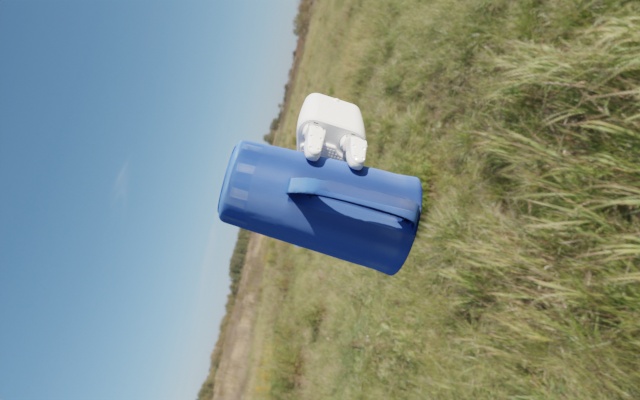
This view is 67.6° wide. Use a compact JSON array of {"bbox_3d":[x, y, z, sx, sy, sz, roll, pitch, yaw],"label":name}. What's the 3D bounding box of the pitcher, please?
[{"bbox_3d":[0.000,0.002,0.606,0.243,0.149,0.145,15,35,-7],"label":"pitcher"}]
